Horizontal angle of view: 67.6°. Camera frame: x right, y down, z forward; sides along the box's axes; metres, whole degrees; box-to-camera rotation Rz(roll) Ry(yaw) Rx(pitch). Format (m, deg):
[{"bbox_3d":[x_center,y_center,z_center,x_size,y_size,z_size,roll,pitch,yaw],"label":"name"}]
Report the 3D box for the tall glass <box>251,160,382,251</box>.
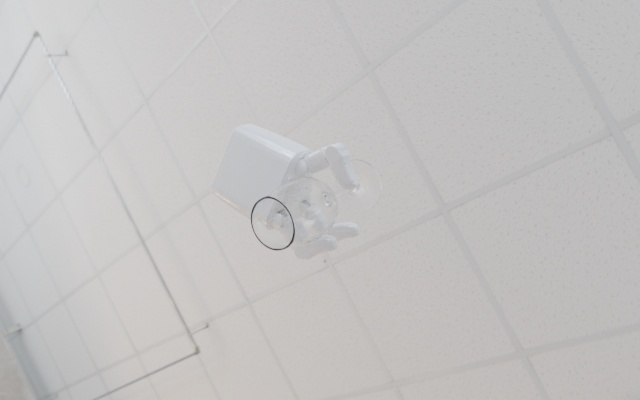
[{"bbox_3d":[0.001,0.002,0.603,0.079,0.079,0.201,0,14,33],"label":"tall glass"}]
